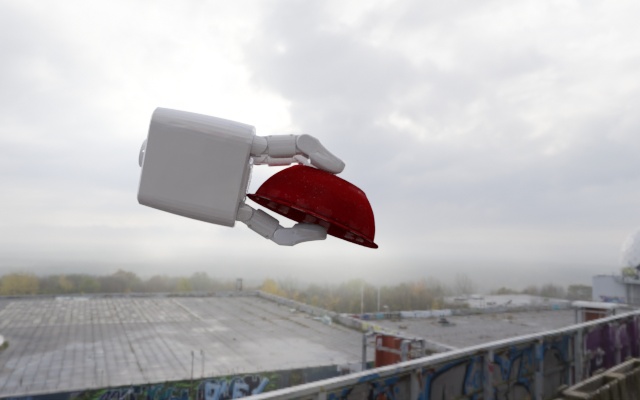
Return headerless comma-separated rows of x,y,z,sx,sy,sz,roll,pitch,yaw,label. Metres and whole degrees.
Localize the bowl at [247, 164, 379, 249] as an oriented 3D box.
0.001,0.002,0.549,0.162,0.055,0.162,22,-8,3,bowl
